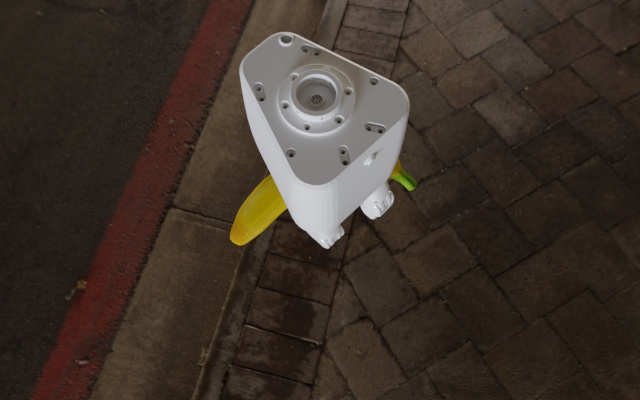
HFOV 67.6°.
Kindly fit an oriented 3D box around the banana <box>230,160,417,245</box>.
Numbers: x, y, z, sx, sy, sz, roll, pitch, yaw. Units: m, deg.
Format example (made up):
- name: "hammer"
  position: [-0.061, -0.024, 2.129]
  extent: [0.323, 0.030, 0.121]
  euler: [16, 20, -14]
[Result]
- name: "banana"
  position: [-0.003, -0.017, 0.476]
  extent: [0.198, 0.069, 0.037]
  euler: [-18, -8, -6]
